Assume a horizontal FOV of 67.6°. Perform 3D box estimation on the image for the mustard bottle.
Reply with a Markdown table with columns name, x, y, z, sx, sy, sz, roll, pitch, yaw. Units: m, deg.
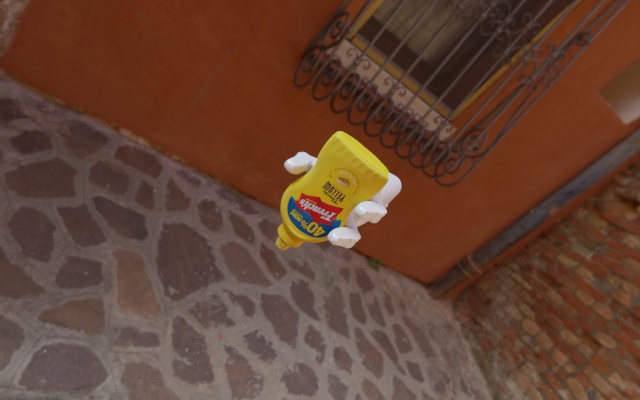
| name | x | y | z | sx | sy | sz | roll | pitch | yaw |
| --- | --- | --- | --- | --- | --- | --- | --- | --- | --- |
| mustard bottle | 0.000 | 0.002 | 0.672 | 0.096 | 0.192 | 0.058 | 38 | 23 | -10 |
